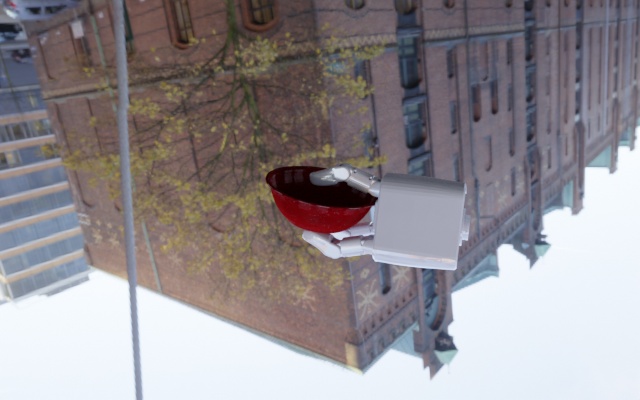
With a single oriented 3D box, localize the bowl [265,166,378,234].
[{"bbox_3d":[-0.001,0.002,0.669,0.162,0.055,0.162,9,21,-4],"label":"bowl"}]
